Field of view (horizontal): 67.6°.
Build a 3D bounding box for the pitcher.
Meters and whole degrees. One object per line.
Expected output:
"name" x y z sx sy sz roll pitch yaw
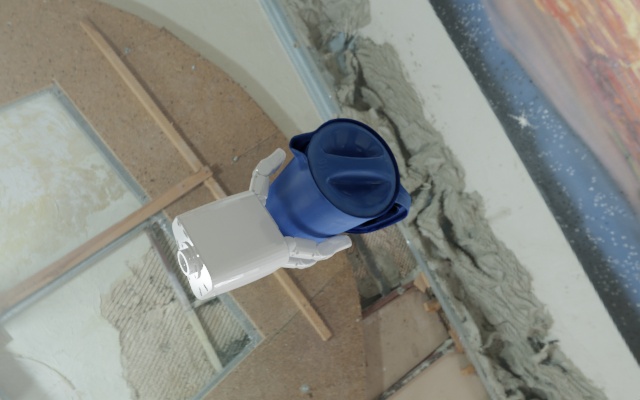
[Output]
"pitcher" 0.000 0.002 0.677 0.145 0.149 0.243 -22 -8 -34
